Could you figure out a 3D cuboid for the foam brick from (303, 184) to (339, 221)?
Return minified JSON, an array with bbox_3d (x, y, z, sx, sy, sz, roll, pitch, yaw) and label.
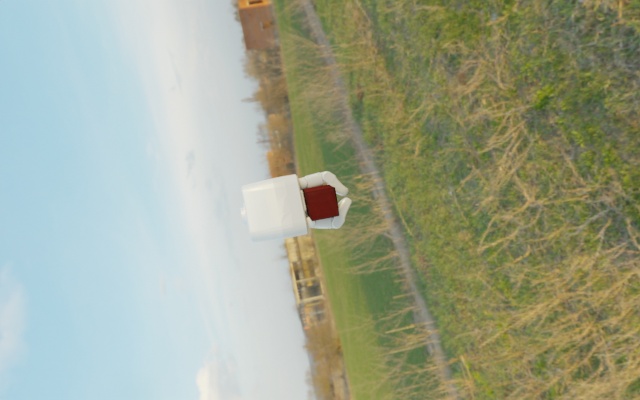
[{"bbox_3d":[0.000,0.003,0.858,0.051,0.053,0.078,-10,6,-6],"label":"foam brick"}]
